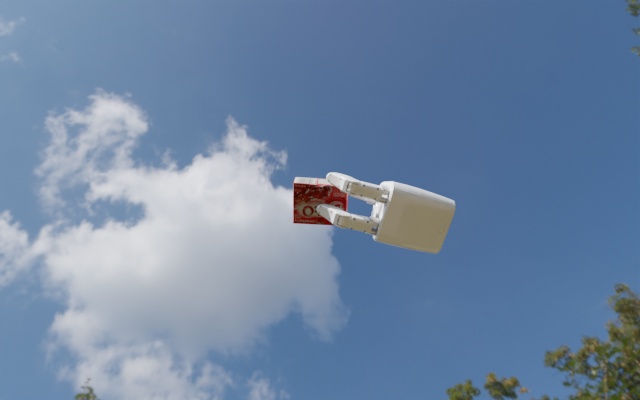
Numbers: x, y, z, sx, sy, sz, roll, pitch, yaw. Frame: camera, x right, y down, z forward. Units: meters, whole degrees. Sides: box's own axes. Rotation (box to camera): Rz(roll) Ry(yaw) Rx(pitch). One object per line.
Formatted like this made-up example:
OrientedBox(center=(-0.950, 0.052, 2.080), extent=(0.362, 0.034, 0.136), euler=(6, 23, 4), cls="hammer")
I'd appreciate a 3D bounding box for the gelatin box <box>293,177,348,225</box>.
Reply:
OrientedBox(center=(0.000, 0.002, 0.781), extent=(0.089, 0.073, 0.030), euler=(4, 24, 4), cls="gelatin box")
